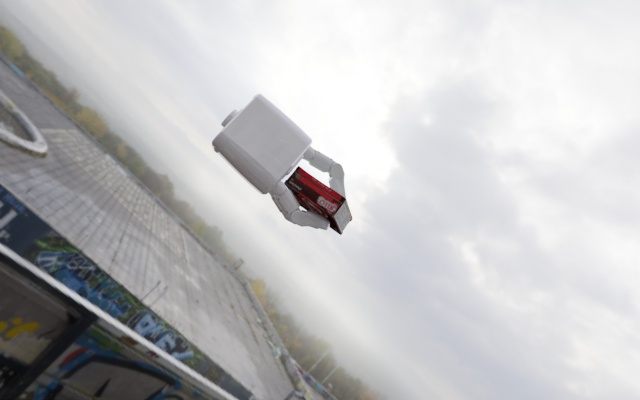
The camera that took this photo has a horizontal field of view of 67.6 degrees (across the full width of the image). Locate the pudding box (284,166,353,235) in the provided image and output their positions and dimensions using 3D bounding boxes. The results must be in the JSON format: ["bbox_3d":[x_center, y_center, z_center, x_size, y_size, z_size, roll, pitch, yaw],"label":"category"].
[{"bbox_3d":[0.000,0.002,0.720,0.090,0.039,0.113,36,-7,18],"label":"pudding box"}]
